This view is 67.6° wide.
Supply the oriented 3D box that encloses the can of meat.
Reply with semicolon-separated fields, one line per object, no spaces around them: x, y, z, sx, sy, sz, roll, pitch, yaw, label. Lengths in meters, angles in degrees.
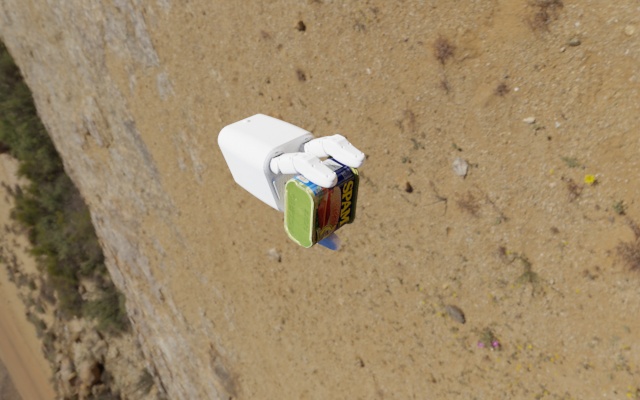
0.000;0.002;0.624;0.057;0.102;0.084;32;45;32;can of meat
